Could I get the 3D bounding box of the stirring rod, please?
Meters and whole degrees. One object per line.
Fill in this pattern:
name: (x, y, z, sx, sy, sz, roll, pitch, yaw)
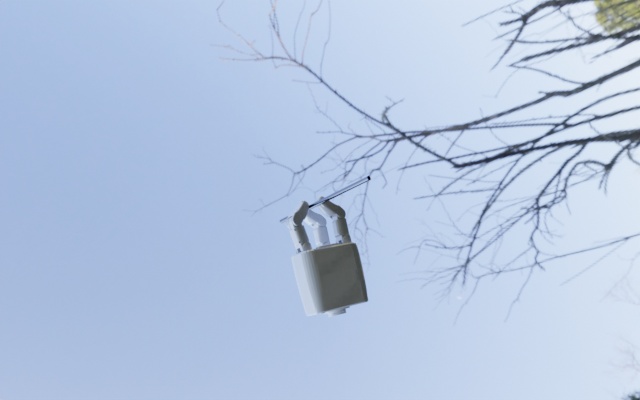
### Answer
stirring rod: (0.000, 0.003, 0.824, 0.011, 0.011, 0.239, 0, -18, -41)
